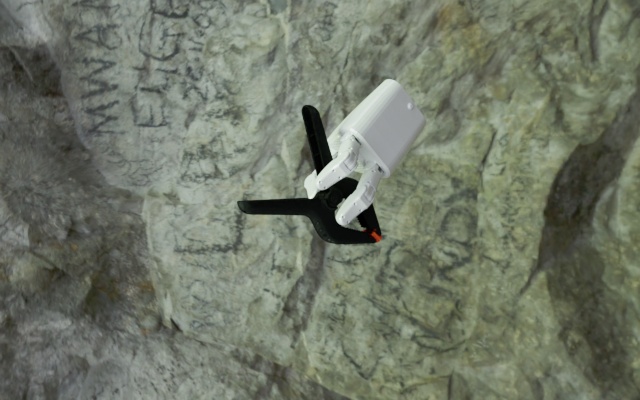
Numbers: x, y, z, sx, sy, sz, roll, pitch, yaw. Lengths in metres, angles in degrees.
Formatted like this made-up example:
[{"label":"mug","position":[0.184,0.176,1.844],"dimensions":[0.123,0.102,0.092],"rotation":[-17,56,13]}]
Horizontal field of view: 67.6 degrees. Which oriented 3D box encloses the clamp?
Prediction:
[{"label":"clamp","position":[0.000,0.002,0.639],"dimensions":[0.210,0.164,0.036],"rotation":[47,-18,-24]}]
